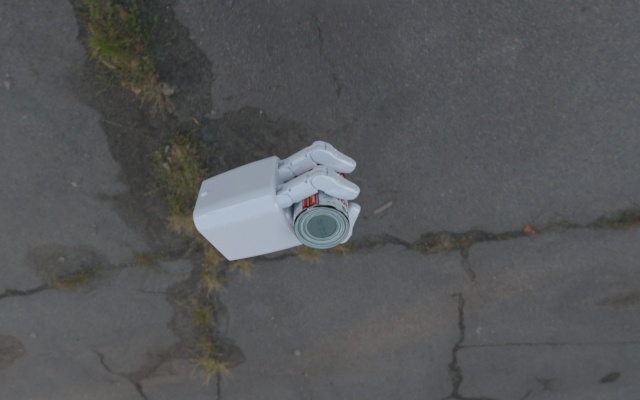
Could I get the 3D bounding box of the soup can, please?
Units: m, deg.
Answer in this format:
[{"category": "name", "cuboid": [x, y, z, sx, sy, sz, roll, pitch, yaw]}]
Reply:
[{"category": "soup can", "cuboid": [0.001, 0.002, 0.594, 0.068, 0.069, 0.102, 0, 38, -2]}]
